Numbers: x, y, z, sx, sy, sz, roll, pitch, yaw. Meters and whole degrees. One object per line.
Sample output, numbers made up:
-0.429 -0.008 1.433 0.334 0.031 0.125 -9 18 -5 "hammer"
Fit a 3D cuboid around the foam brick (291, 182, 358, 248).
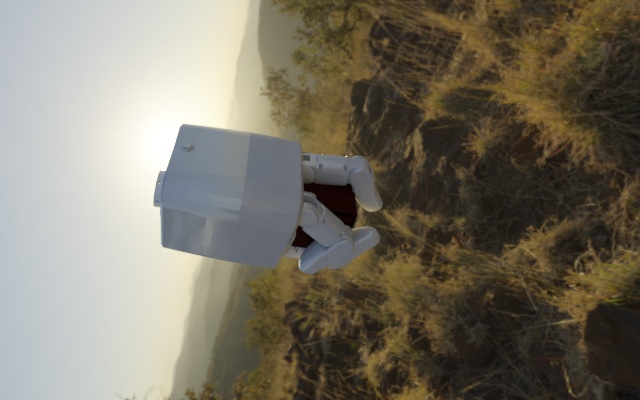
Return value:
0.000 0.001 0.452 0.051 0.053 0.078 10 41 -12 "foam brick"
